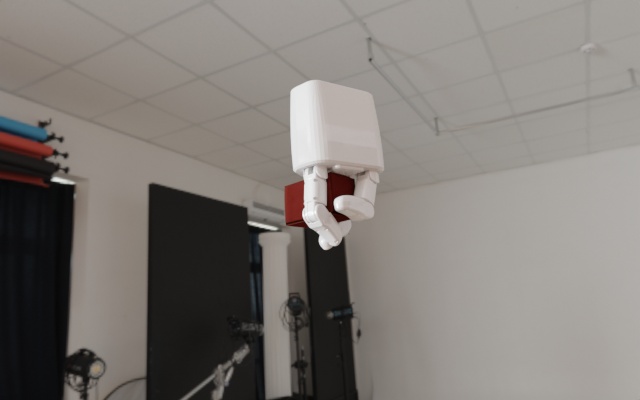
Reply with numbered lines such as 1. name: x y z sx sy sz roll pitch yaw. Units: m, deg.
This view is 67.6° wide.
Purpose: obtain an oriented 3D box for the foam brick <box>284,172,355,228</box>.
1. foam brick: 0.000 0.002 0.596 0.078 0.051 0.053 -15 -16 36
